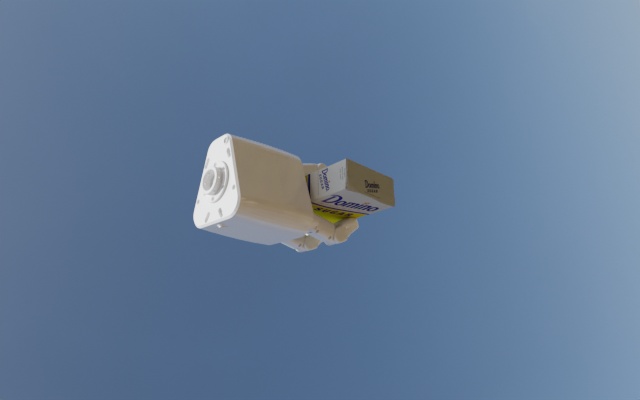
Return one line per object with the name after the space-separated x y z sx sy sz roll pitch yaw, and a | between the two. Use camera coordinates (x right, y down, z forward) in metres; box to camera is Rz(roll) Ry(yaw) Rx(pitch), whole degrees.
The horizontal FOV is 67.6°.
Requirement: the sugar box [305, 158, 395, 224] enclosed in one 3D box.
0.000 0.003 0.629 0.093 0.048 0.176 18 -25 -42 | sugar box
